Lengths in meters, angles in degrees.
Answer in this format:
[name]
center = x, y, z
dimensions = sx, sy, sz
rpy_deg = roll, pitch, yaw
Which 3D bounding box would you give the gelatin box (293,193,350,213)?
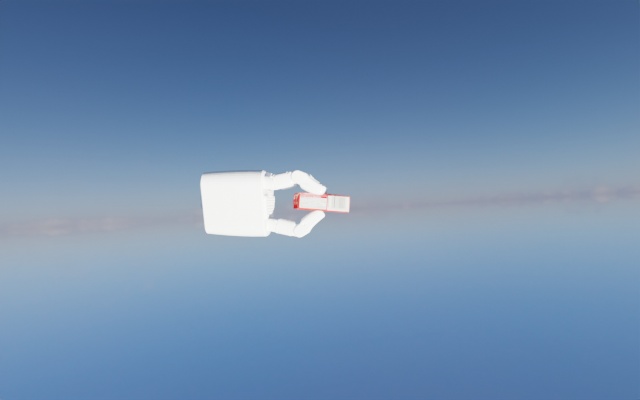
[gelatin box]
center = 0.000, 0.003, 0.816
dimensions = 0.089, 0.030, 0.073
rpy_deg = 4, -1, -8
